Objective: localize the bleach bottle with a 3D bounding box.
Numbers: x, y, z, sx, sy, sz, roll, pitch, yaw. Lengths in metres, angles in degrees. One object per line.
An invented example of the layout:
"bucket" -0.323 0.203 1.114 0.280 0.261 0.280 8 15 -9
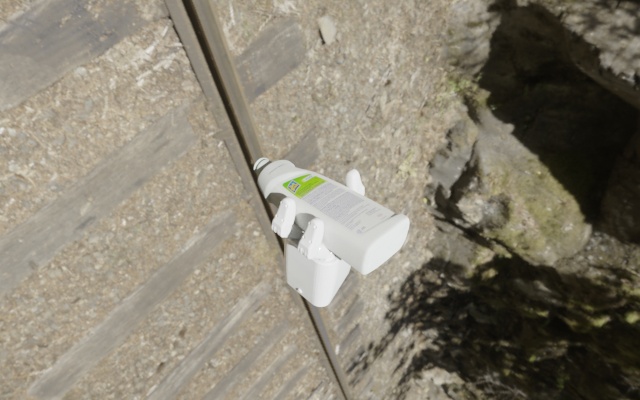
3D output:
"bleach bottle" 0.000 0.002 0.704 0.250 0.068 0.102 35 47 30
